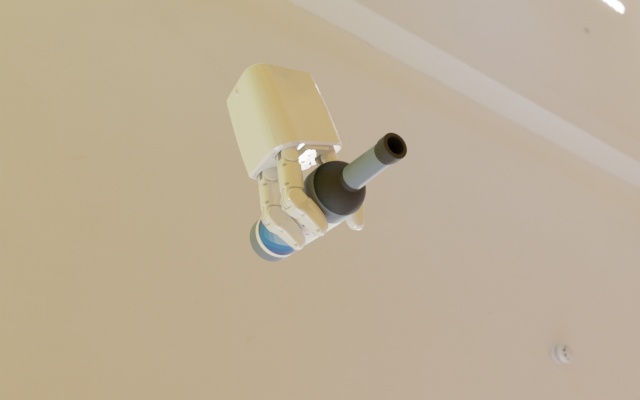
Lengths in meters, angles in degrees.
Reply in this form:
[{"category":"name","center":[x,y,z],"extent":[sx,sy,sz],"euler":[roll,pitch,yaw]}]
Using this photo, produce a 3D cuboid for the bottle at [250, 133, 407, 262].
[{"category":"bottle","center":[0.000,0.002,0.562],"extent":[0.069,0.069,0.296],"euler":[0,-21,-31]}]
